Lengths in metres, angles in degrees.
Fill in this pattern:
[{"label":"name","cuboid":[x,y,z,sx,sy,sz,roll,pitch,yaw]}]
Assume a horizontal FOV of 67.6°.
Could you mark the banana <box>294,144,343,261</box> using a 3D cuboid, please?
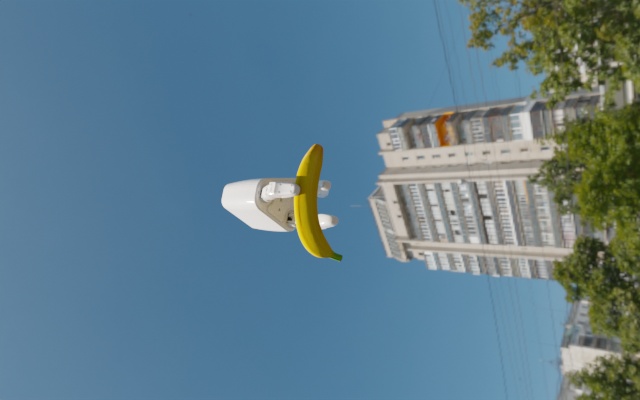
[{"label":"banana","cuboid":[-0.013,0.009,0.773,0.069,0.198,0.037,-14,8,-42]}]
